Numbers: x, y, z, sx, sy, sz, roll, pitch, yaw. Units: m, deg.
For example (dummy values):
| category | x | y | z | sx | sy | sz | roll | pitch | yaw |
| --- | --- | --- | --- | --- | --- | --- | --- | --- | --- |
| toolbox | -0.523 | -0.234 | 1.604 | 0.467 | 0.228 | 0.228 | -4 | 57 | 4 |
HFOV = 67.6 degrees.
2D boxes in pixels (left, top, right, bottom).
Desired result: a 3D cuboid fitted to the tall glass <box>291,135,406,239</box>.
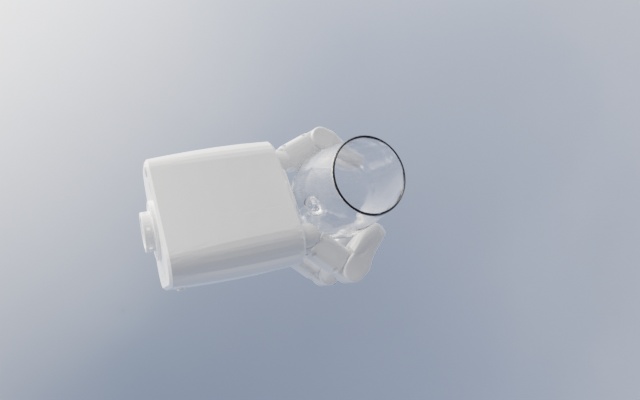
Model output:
| category | x | y | z | sx | sy | sz | roll | pitch | yaw |
| --- | --- | --- | --- | --- | --- | --- | --- | --- | --- |
| tall glass | 0.000 | 0.002 | 0.443 | 0.079 | 0.079 | 0.201 | 0 | -12 | -23 |
